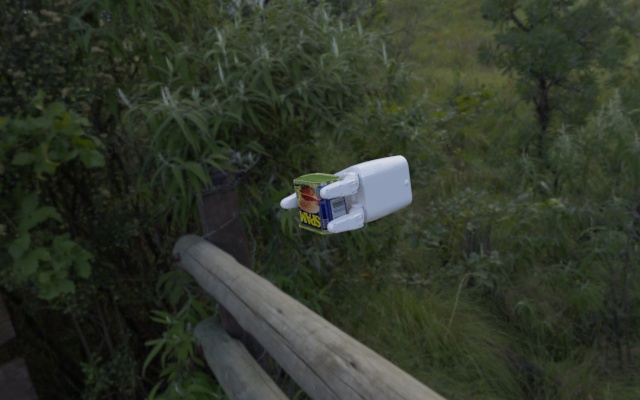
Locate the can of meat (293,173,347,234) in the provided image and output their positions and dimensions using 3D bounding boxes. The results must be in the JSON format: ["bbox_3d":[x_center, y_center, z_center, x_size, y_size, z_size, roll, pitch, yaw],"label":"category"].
[{"bbox_3d":[0.000,0.002,0.786,0.057,0.084,0.102,-16,15,-28],"label":"can of meat"}]
